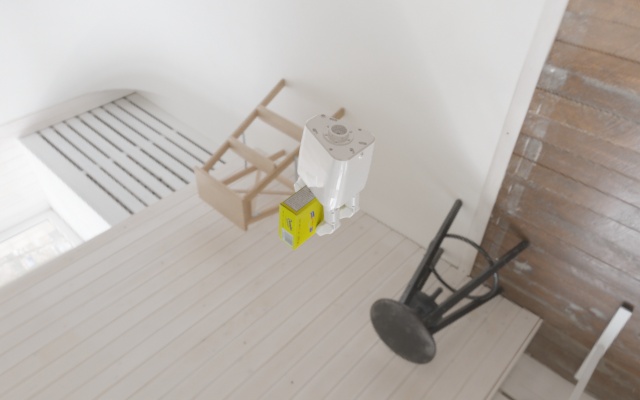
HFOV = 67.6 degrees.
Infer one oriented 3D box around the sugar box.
[{"bbox_3d":[0.000,0.003,0.857,0.048,0.093,0.176,36,52,26],"label":"sugar box"}]
